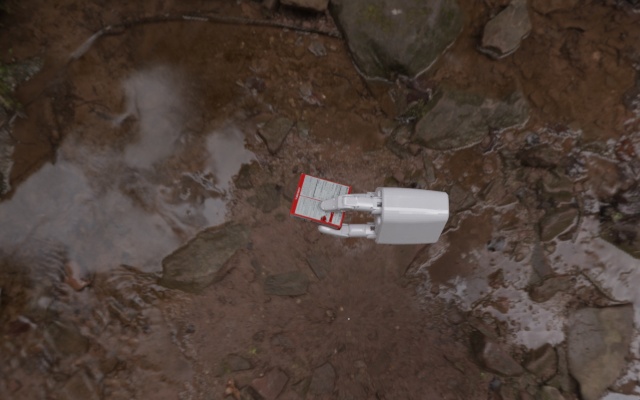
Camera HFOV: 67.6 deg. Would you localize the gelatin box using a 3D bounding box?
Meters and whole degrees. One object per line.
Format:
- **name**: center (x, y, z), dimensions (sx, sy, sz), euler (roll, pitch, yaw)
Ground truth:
- **gelatin box**: center (0.000, 0.002, 0.797), dimensions (0.089, 0.073, 0.030), euler (15, -14, -1)
